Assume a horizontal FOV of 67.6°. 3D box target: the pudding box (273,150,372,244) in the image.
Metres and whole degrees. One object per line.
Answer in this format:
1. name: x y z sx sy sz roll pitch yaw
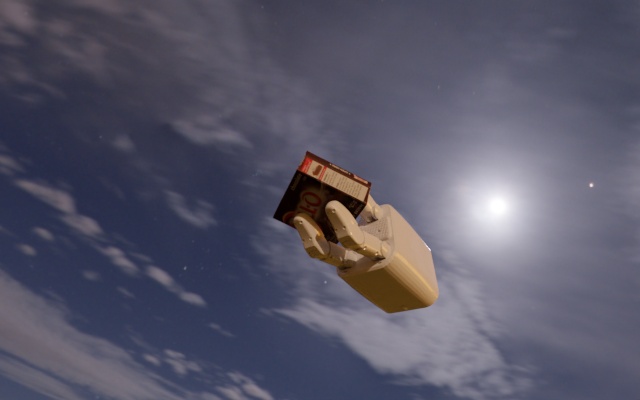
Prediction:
1. pudding box: 0.000 0.002 0.585 0.090 0.039 0.114 25 -40 -5
